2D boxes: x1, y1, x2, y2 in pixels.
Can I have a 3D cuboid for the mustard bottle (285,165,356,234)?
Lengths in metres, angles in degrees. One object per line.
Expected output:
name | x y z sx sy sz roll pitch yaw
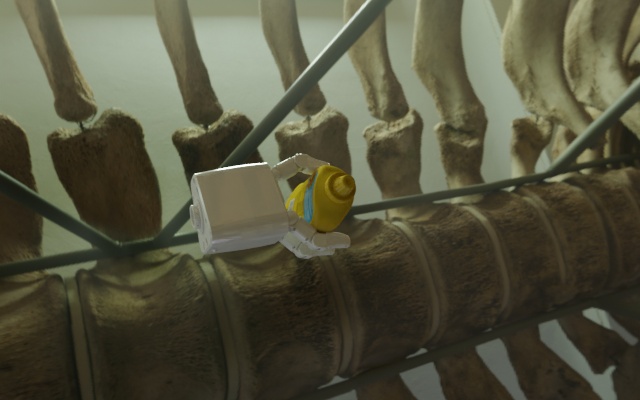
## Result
mustard bottle | 0.000 0.002 0.686 0.058 0.096 0.192 15 -21 -17
